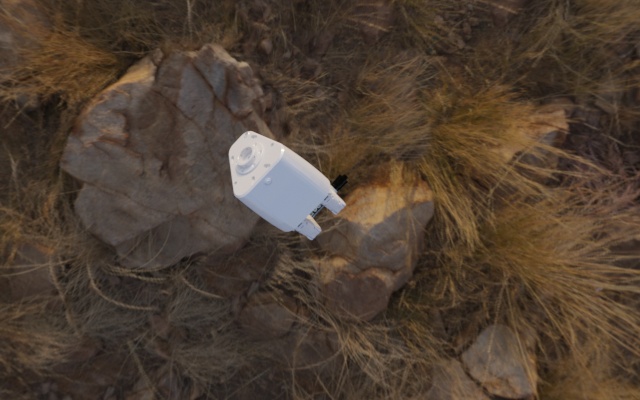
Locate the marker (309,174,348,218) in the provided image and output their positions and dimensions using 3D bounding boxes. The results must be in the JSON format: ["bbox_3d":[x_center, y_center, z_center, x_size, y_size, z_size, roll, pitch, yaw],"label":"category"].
[{"bbox_3d":[0.000,0.003,0.781,0.020,0.121,0.020,43,6,-6],"label":"marker"}]
